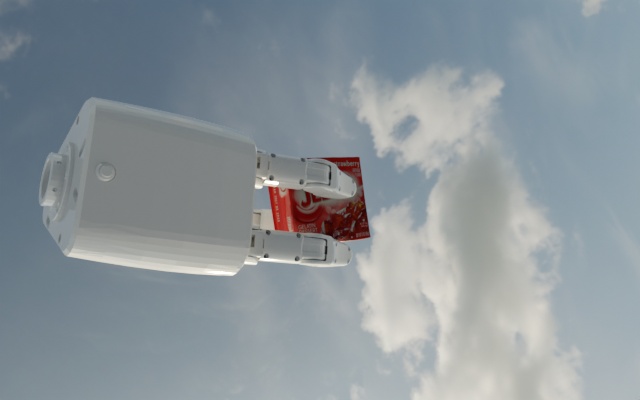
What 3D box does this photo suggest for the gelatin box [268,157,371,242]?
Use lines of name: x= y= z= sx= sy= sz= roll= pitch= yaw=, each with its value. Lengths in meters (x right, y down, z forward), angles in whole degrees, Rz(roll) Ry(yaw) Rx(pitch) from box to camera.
gelatin box: x=0.000 y=0.001 z=0.401 sx=0.089 sy=0.073 sz=0.030 roll=-5 pitch=-4 yaw=-44
